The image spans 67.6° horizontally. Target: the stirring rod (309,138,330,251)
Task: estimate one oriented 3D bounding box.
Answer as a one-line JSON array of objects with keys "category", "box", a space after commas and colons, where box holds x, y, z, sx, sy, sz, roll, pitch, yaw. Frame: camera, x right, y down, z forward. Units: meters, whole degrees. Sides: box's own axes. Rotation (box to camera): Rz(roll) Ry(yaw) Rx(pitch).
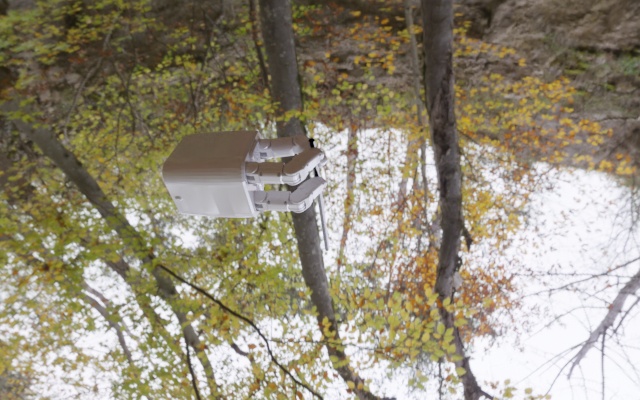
[{"category": "stirring rod", "box": [0.000, 0.002, 0.686, 0.011, 0.011, 0.240, 0, -40, 7]}]
